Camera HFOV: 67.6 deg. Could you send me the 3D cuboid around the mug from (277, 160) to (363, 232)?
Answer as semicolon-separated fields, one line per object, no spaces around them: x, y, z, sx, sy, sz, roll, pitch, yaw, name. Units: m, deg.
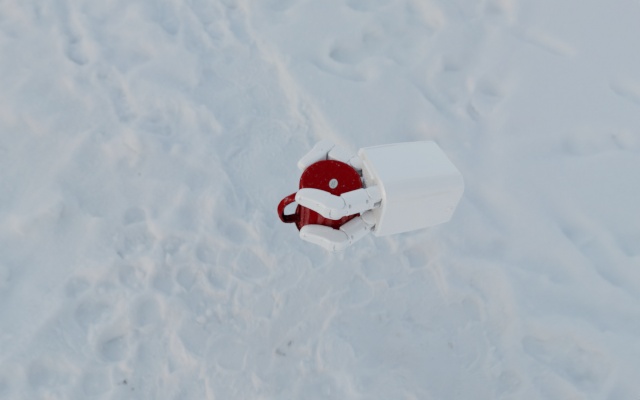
-0.001;0.002;0.632;0.117;0.093;0.082;-9;-35;-10;mug
